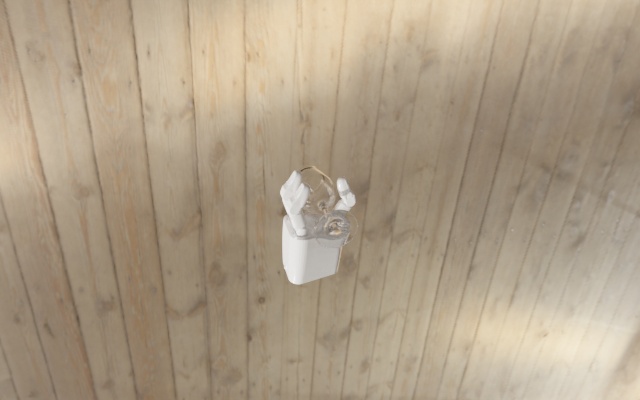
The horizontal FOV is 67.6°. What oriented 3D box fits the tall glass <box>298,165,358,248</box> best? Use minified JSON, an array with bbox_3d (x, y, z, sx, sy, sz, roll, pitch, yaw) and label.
[{"bbox_3d":[0.000,0.003,0.871,0.079,0.079,0.201,0,27,-17],"label":"tall glass"}]
